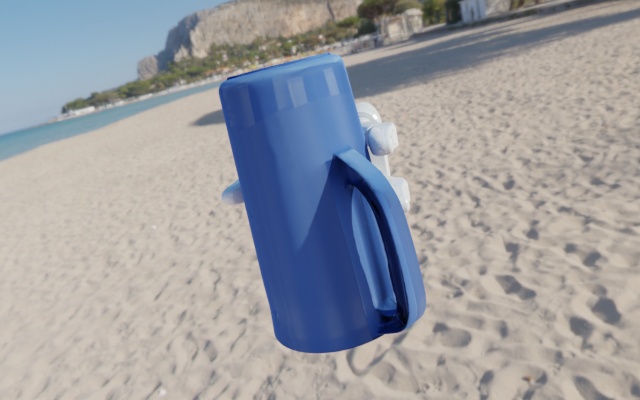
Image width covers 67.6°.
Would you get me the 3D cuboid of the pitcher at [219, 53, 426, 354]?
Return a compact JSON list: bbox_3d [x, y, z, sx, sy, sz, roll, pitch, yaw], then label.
[{"bbox_3d":[0.000,0.001,0.422,0.149,0.243,0.145,-11,16,10],"label":"pitcher"}]
